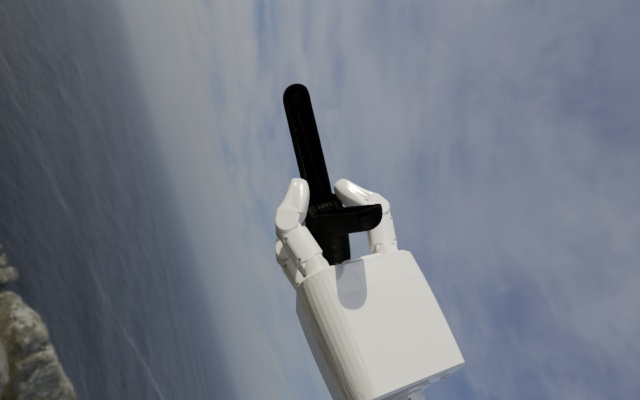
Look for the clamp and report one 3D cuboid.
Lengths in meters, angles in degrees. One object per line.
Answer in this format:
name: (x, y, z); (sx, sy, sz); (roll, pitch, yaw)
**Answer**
clamp: (0.001, 0.002, 0.472); (0.036, 0.164, 0.210); (-17, -28, -15)
